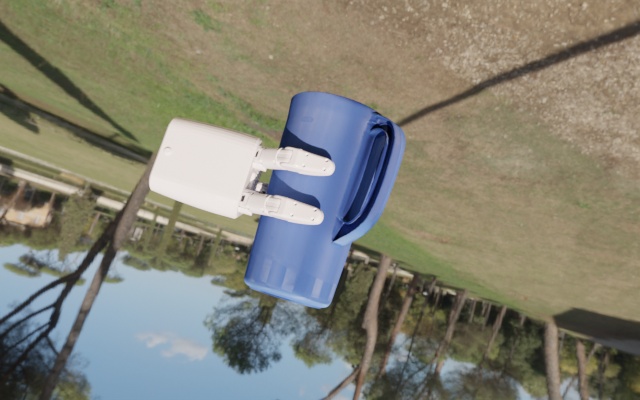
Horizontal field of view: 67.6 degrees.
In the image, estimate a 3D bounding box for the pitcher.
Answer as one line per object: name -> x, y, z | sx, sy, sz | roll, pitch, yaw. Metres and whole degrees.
pitcher -> 0.000, 0.002, 0.578 | 0.145, 0.243, 0.149 | 17, -9, 0
